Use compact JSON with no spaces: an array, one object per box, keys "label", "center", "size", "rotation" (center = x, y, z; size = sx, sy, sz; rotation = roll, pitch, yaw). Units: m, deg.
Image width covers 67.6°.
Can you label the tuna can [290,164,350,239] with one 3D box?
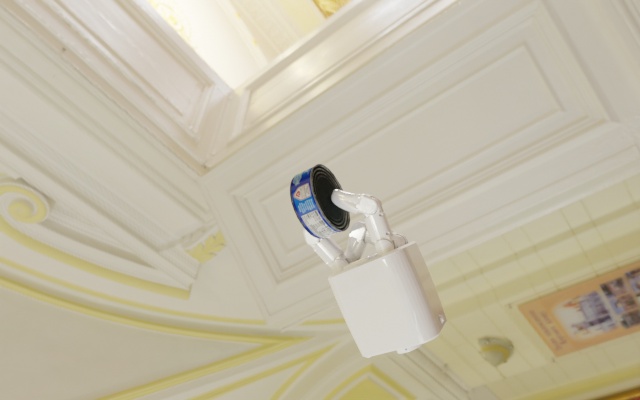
[{"label":"tuna can","center":[0.000,0.002,0.575],"size":[0.034,0.086,0.086],"rotation":[-23,-10,24]}]
